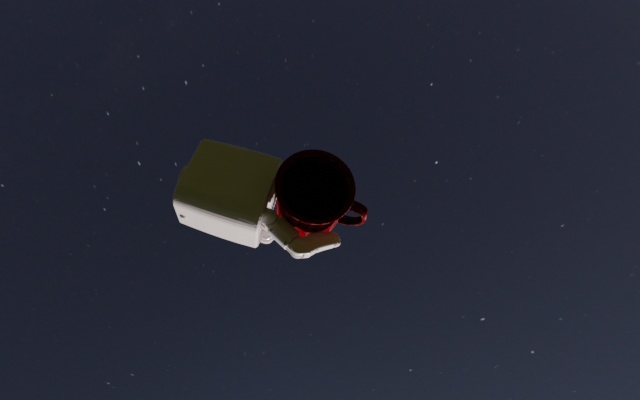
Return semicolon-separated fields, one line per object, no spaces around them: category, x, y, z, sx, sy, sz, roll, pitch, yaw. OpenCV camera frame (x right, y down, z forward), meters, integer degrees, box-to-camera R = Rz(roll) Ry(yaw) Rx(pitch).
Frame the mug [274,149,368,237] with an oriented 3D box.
mug;0.001;0.002;0.576;0.117;0.093;0.081;18;-24;-1
